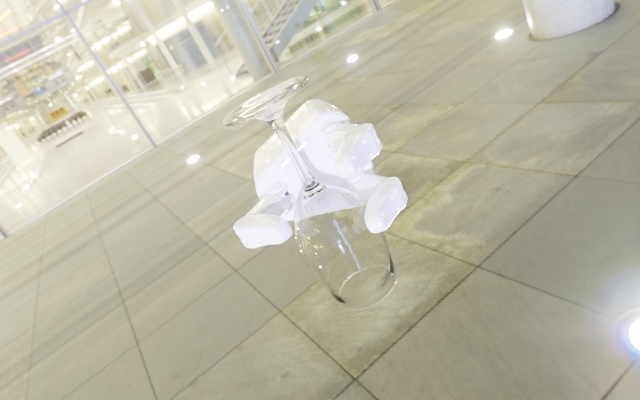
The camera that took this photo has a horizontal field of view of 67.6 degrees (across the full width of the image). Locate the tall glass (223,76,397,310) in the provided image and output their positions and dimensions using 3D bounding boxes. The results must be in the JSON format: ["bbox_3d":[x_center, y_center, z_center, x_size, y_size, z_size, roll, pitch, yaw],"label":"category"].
[{"bbox_3d":[0.000,0.001,0.412,0.079,0.201,0.079,-24,24,11],"label":"tall glass"}]
